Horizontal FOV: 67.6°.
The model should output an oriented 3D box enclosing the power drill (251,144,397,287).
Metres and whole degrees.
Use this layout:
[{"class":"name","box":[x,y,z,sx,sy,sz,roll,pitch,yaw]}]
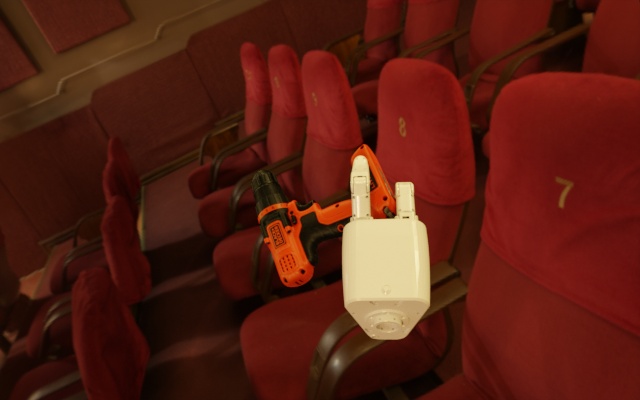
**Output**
[{"class":"power drill","box":[0.001,0.002,0.655,0.188,0.184,0.057,-30,-27,13]}]
